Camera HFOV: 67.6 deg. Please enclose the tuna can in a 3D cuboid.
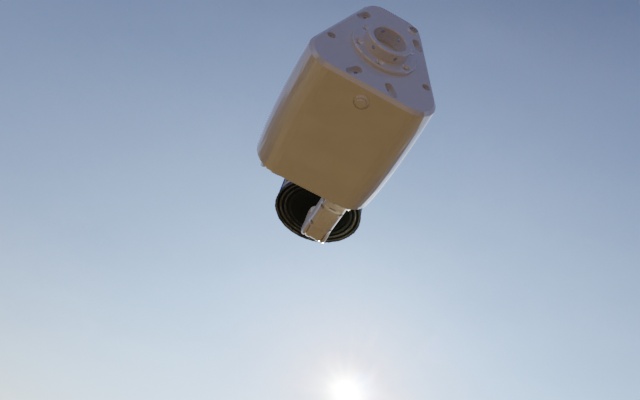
[{"bbox_3d":[0.000,0.001,0.478,0.086,0.086,0.033,0,44,16],"label":"tuna can"}]
